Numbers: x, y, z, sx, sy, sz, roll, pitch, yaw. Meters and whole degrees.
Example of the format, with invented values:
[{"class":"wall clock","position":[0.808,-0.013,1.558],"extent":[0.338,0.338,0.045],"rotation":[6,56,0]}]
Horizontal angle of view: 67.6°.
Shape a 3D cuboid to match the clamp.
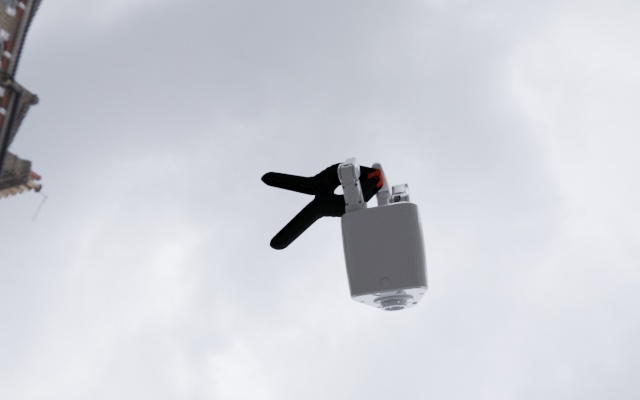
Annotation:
[{"class":"clamp","position":[0.000,0.002,0.637],"extent":[0.171,0.120,0.039],"rotation":[-10,-25,14]}]
